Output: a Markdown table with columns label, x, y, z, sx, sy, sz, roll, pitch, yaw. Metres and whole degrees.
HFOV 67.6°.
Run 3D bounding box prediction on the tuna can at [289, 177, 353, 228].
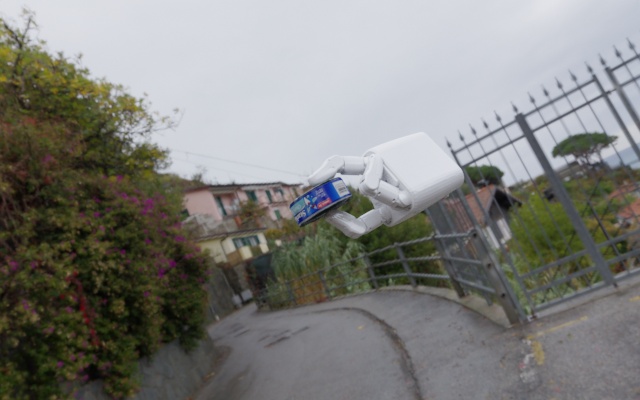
| label | x | y | z | sx | sy | sz | roll | pitch | yaw |
| --- | --- | --- | --- | --- | --- | --- | --- | --- | --- |
| tuna can | 0.000 | 0.002 | 0.662 | 0.086 | 0.033 | 0.086 | -29 | -6 | -4 |
